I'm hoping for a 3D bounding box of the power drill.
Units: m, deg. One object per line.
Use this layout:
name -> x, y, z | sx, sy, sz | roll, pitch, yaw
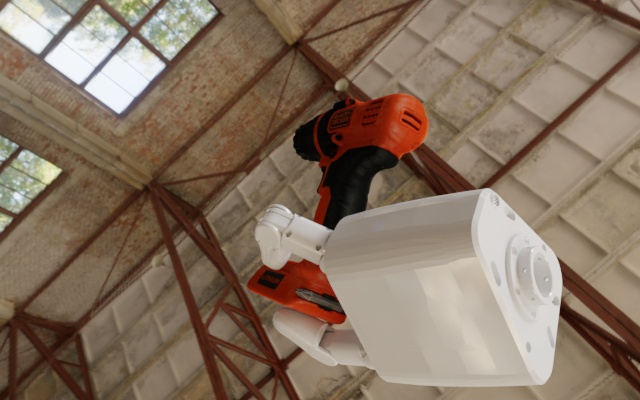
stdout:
power drill -> 0.000, 0.002, 0.419 | 0.057, 0.187, 0.184 | 24, -11, -24
